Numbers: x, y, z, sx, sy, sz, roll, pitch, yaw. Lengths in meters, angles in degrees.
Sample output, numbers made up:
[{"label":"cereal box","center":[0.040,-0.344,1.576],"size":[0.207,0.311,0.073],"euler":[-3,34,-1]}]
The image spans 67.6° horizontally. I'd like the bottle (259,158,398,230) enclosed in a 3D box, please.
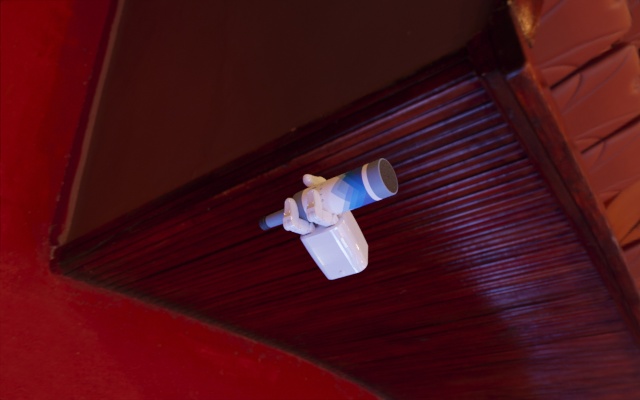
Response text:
[{"label":"bottle","center":[0.000,0.003,0.900],"size":[0.296,0.069,0.069],"euler":[-21,-11,32]}]
